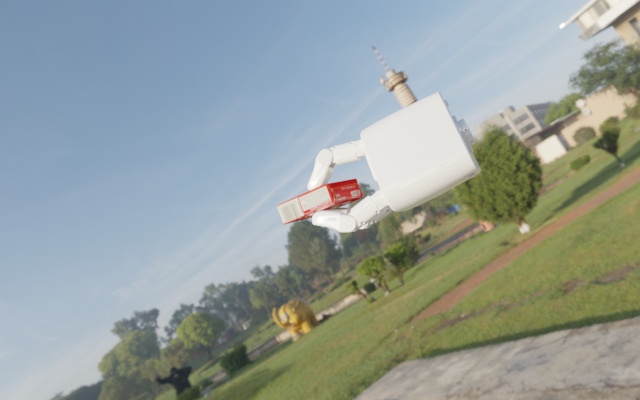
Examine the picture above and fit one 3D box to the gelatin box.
[{"bbox_3d":[0.000,0.002,0.625,0.089,0.030,0.073,-23,-6,33],"label":"gelatin box"}]
